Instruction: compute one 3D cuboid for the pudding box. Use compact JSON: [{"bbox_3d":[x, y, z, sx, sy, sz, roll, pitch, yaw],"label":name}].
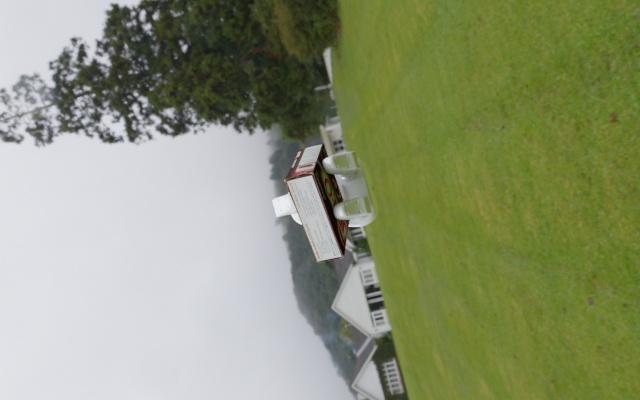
[{"bbox_3d":[0.000,0.002,0.561,0.039,0.113,0.090,-16,24,15],"label":"pudding box"}]
